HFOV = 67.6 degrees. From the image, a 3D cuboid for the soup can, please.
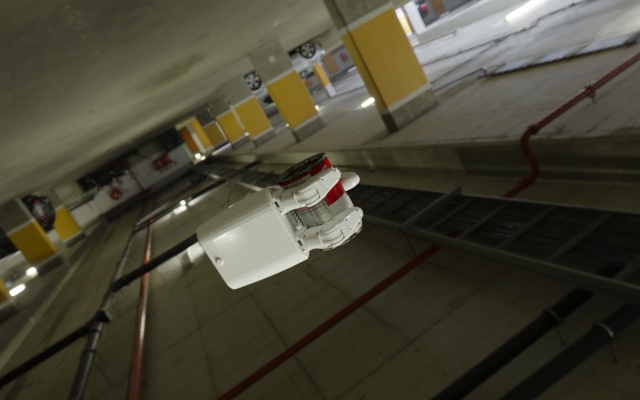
[{"bbox_3d":[0.001,0.002,0.587,0.068,0.102,0.068,-28,14,8],"label":"soup can"}]
